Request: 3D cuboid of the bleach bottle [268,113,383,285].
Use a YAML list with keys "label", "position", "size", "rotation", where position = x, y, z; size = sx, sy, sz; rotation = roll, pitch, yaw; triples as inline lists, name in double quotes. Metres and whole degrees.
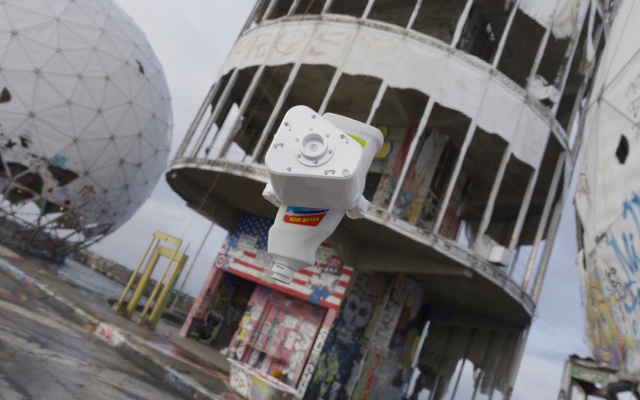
- label: "bleach bottle"
  position: [0.000, 0.002, 0.685]
  size: [0.102, 0.250, 0.068]
  rotation: [21, -16, 9]
